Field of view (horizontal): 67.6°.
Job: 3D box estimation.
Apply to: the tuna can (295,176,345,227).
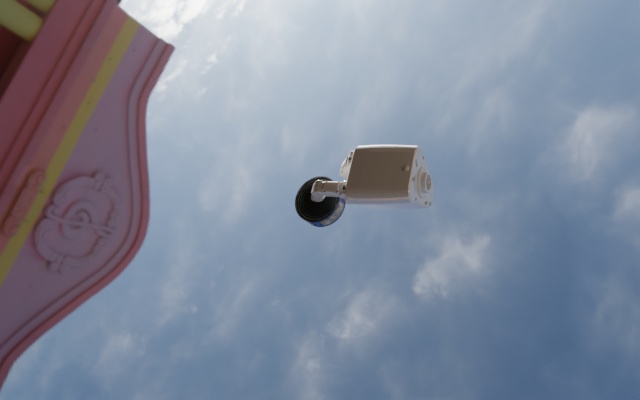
[{"bbox_3d":[0.000,0.003,0.842,0.086,0.086,0.034,0,-21,28],"label":"tuna can"}]
